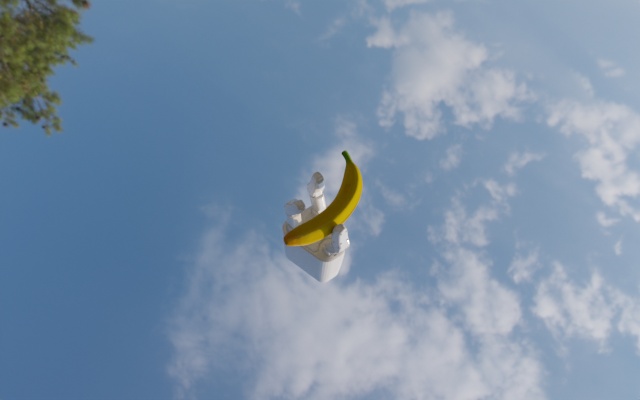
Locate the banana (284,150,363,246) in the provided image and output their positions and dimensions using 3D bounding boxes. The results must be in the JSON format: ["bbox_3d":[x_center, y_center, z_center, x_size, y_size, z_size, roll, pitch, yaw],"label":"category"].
[{"bbox_3d":[0.018,0.009,0.775,0.069,0.197,0.037,30,-27,7],"label":"banana"}]
